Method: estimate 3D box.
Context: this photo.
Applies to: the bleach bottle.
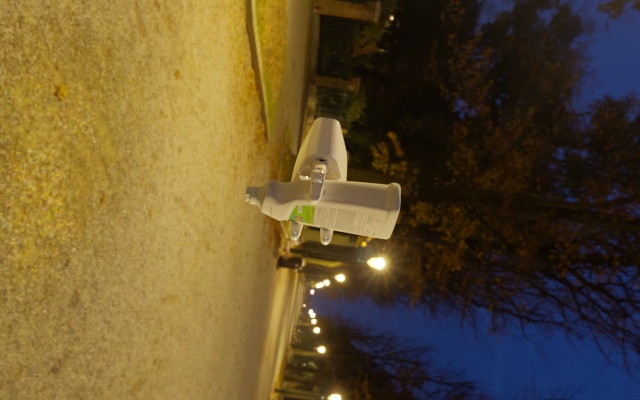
[{"bbox_3d":[0.000,0.003,0.799,0.251,0.068,0.103,9,-39,0],"label":"bleach bottle"}]
